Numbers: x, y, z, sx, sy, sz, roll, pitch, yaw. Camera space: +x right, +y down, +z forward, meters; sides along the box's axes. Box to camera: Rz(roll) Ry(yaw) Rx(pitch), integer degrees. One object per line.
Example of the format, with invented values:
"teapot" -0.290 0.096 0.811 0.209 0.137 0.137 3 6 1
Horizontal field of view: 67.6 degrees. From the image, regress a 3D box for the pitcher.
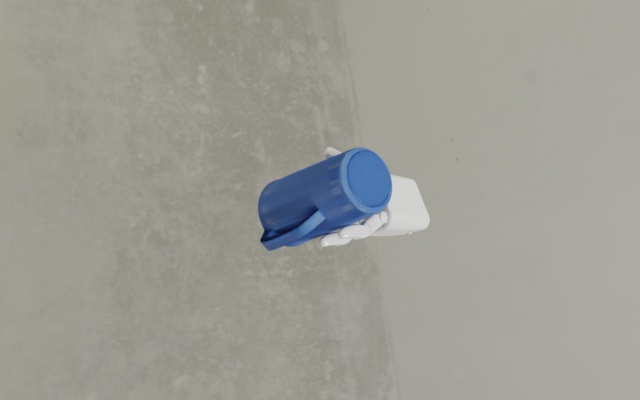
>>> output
"pitcher" 0.000 0.003 0.820 0.145 0.149 0.243 7 -18 -35
